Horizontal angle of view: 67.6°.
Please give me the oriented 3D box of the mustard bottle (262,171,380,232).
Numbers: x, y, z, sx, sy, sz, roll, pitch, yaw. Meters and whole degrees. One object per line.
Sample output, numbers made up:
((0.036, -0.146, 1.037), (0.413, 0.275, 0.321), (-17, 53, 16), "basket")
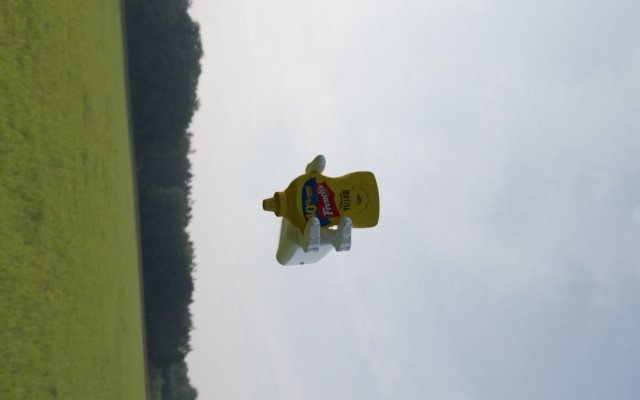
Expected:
((0.000, 0.002, 0.774), (0.191, 0.096, 0.058), (-3, -2, -21), "mustard bottle")
